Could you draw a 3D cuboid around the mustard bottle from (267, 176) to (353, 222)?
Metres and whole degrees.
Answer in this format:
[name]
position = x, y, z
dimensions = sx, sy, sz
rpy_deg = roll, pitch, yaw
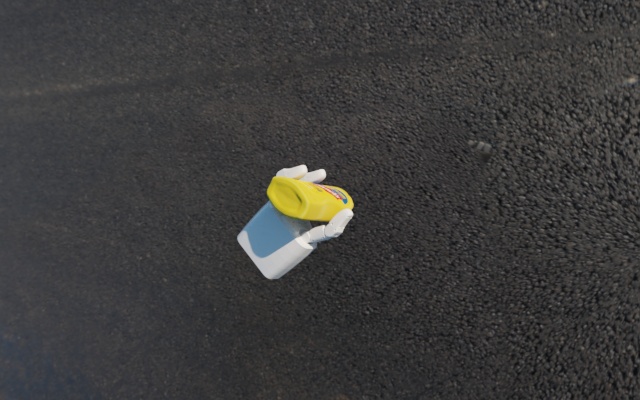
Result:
[mustard bottle]
position = 0.000, 0.002, 0.842
dimensions = 0.096, 0.058, 0.191
rpy_deg = 32, 14, 34
